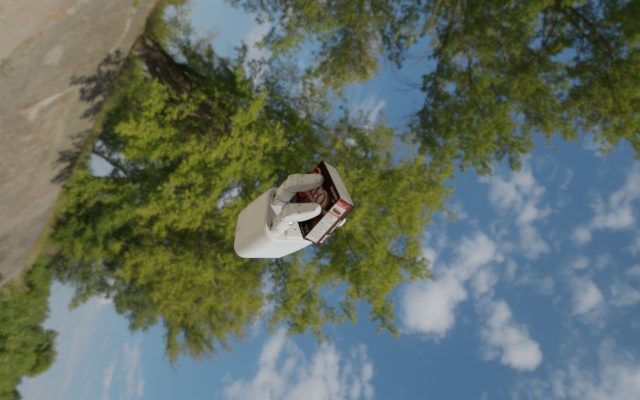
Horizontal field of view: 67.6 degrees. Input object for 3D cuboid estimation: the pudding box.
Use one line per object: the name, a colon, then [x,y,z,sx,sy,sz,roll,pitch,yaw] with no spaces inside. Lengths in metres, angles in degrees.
pudding box: [0.000,0.003,0.758,0.039,0.090,0.113,27,24,-34]
